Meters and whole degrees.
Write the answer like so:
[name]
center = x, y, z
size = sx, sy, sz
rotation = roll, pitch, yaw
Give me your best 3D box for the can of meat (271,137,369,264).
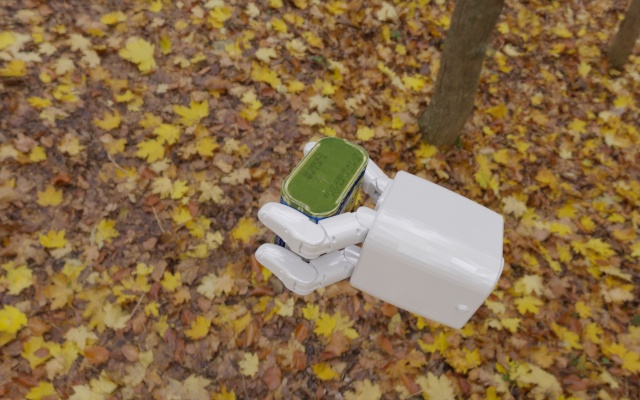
[can of meat]
center = 0.000, 0.001, 0.443
size = 0.057, 0.084, 0.102
rotation = 26, 50, 11
